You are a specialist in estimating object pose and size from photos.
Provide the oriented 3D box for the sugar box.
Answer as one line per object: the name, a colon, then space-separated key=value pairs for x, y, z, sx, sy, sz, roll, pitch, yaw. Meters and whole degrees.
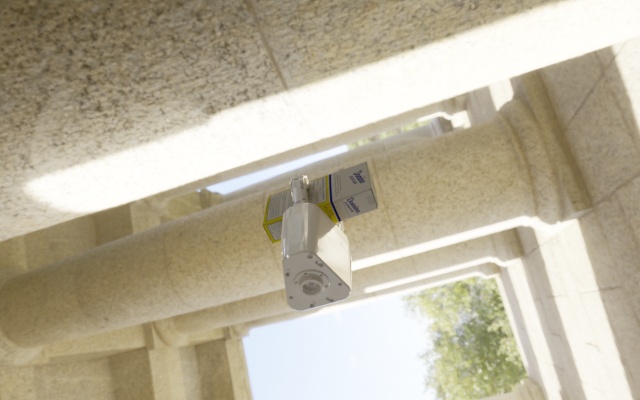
sugar box: x=0.000 y=0.003 z=0.755 sx=0.176 sy=0.048 sz=0.093 roll=-16 pitch=30 yaw=10
